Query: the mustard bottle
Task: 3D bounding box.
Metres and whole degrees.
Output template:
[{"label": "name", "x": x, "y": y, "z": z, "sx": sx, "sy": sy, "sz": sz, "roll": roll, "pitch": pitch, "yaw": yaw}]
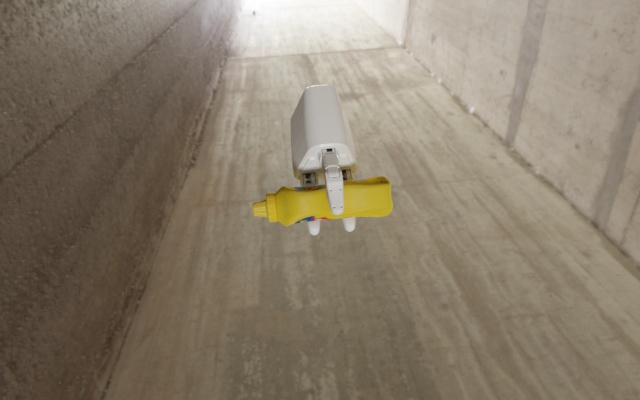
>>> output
[{"label": "mustard bottle", "x": 0.000, "y": 0.003, "z": 0.679, "sx": 0.191, "sy": 0.058, "sz": 0.096, "roll": -5, "pitch": 2, "yaw": -4}]
